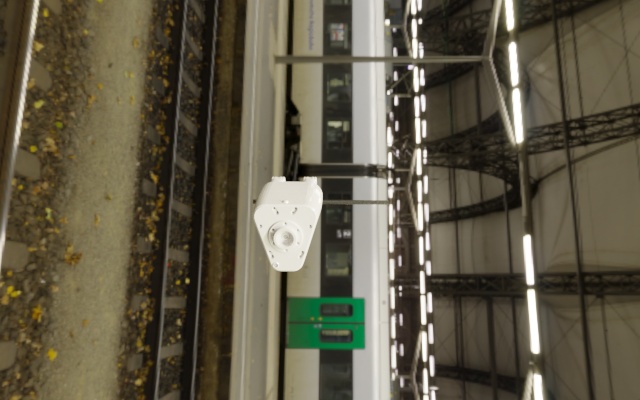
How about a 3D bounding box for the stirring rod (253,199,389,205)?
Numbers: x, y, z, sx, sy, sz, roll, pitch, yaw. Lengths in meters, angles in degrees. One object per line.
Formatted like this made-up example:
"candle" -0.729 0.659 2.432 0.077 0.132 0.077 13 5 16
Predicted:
"stirring rod" 0.000 0.003 0.848 0.239 0.011 0.011 0 0 2
